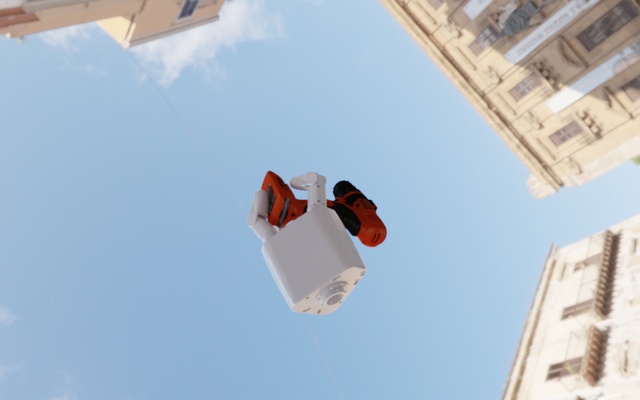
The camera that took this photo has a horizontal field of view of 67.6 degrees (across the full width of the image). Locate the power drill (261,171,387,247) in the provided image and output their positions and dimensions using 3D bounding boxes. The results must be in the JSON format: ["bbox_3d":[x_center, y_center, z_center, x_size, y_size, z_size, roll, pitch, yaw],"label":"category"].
[{"bbox_3d":[0.000,0.003,0.776,0.187,0.057,0.184,10,22,-22],"label":"power drill"}]
